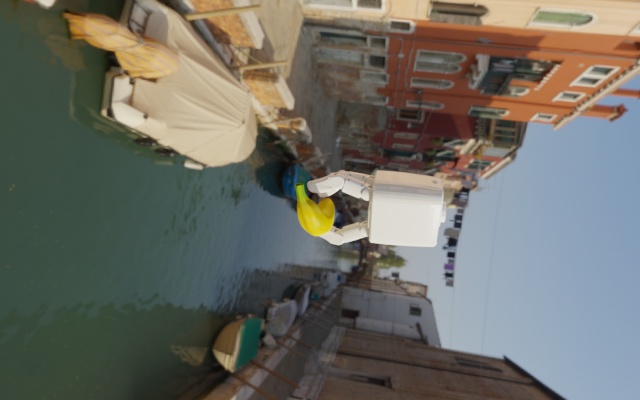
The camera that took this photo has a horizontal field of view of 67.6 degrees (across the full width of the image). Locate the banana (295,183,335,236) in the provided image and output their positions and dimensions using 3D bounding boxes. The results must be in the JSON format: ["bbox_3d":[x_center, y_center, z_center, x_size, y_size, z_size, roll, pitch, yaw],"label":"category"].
[{"bbox_3d":[-0.002,0.021,0.731,0.037,0.069,0.198,3,-6,11],"label":"banana"}]
